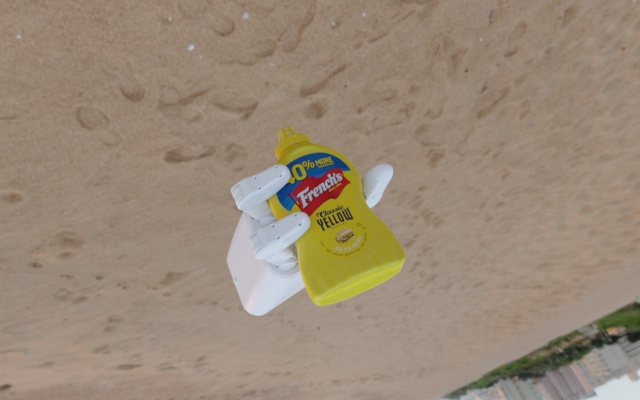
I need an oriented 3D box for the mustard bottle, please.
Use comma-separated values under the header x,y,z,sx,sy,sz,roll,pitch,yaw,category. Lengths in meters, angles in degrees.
x,y,z,sx,sy,sz,roll,pitch,yaw,category
0.000,0.002,0.481,0.096,0.191,0.058,-22,-26,-10,mustard bottle
